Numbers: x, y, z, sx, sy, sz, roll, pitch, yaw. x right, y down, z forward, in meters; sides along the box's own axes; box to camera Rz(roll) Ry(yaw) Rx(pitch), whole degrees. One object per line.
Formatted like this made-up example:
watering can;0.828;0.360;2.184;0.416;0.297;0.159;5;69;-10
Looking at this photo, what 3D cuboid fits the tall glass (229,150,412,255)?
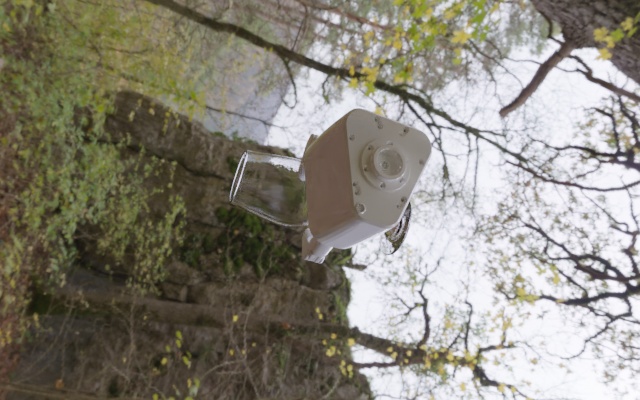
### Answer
tall glass;0.001;0.002;0.552;0.201;0.079;0.079;17;-5;-15
